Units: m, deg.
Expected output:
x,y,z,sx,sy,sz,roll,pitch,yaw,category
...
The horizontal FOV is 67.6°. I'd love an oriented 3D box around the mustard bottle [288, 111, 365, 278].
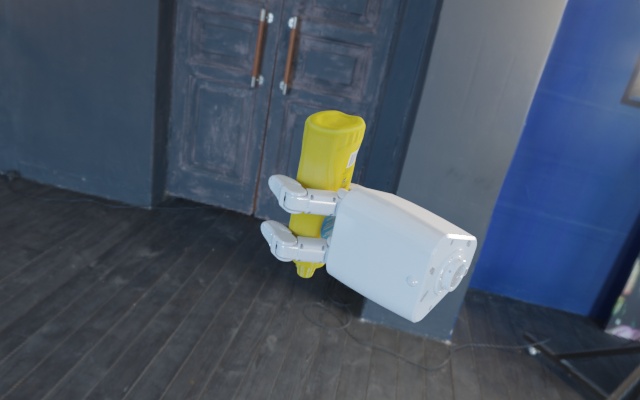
x,y,z,sx,sy,sz,roll,pitch,yaw,category
0.000,0.001,0.531,0.058,0.192,0.096,17,23,12,mustard bottle
